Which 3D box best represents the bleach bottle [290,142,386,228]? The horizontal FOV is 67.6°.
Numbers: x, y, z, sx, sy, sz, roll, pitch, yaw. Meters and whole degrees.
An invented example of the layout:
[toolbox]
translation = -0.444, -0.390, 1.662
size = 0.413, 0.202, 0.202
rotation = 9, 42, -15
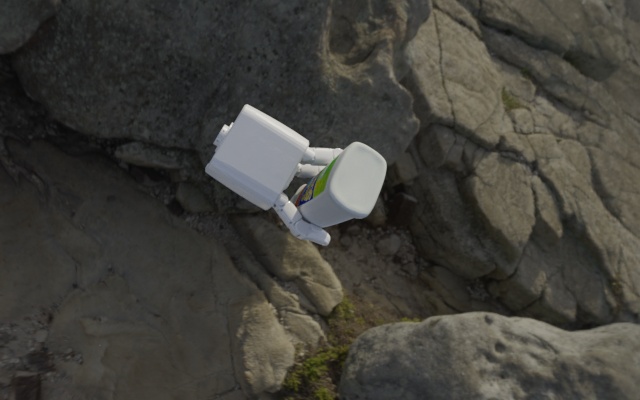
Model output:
[bleach bottle]
translation = 0.000, 0.002, 0.714
size = 0.068, 0.102, 0.251
rotation = 32, -26, -14
